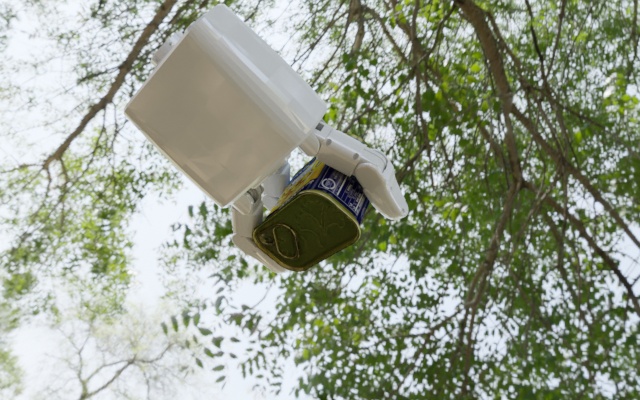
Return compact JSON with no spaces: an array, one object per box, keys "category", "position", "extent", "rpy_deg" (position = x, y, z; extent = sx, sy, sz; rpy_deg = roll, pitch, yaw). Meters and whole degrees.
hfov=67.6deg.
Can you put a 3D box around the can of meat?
[{"category":"can of meat","position":[0.000,0.001,0.403],"extent":[0.057,0.084,0.102],"rpy_deg":[41,-44,-13]}]
